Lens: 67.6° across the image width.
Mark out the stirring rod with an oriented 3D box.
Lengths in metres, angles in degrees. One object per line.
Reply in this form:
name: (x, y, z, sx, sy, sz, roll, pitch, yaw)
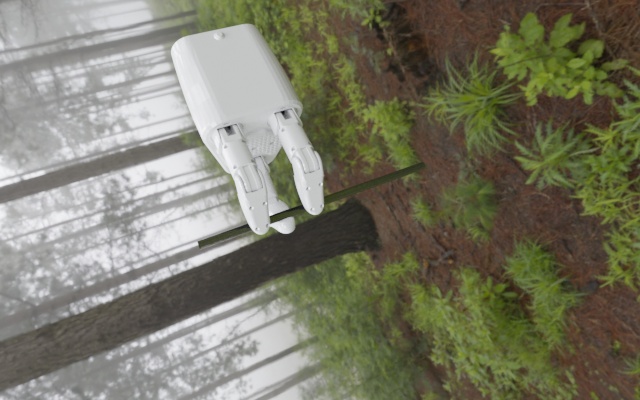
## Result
stirring rod: (0.000, 0.001, 0.459, 0.239, 0.011, 0.011, -20, 6, -19)
